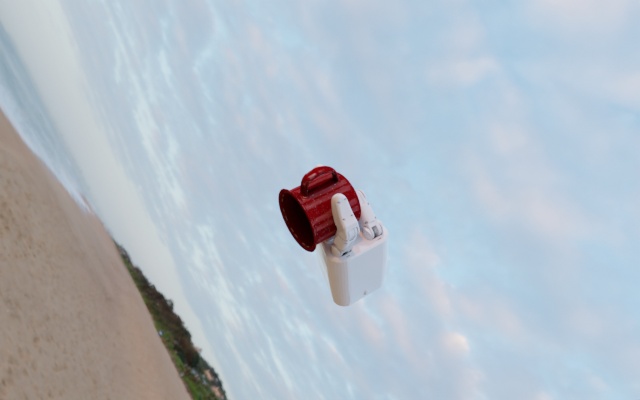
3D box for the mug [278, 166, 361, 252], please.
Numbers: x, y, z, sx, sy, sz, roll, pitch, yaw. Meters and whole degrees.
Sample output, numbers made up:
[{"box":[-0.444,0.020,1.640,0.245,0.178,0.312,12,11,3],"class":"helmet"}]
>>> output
[{"box":[0.000,0.001,0.641,0.081,0.117,0.093,-26,46,-23],"class":"mug"}]
